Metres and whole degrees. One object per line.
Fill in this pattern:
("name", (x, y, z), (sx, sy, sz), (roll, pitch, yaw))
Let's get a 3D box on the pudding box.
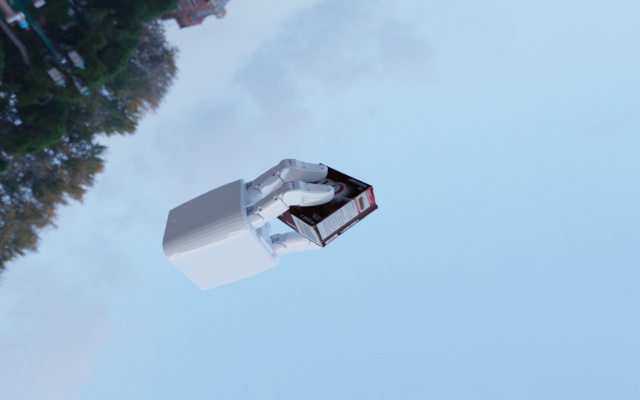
("pudding box", (0.000, 0.002, 0.583), (0.090, 0.039, 0.113), (-35, 37, -20))
